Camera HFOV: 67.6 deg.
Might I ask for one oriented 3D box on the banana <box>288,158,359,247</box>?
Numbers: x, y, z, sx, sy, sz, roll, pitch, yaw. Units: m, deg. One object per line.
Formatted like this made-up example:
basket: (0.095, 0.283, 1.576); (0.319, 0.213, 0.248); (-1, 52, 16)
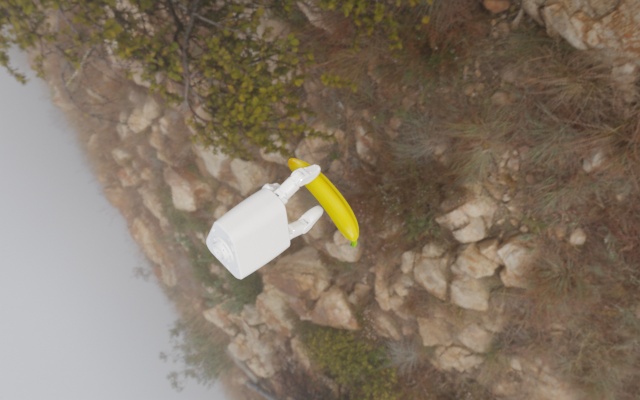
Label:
banana: (0.010, 0.000, 0.835); (0.037, 0.198, 0.070); (-36, 1, -32)
